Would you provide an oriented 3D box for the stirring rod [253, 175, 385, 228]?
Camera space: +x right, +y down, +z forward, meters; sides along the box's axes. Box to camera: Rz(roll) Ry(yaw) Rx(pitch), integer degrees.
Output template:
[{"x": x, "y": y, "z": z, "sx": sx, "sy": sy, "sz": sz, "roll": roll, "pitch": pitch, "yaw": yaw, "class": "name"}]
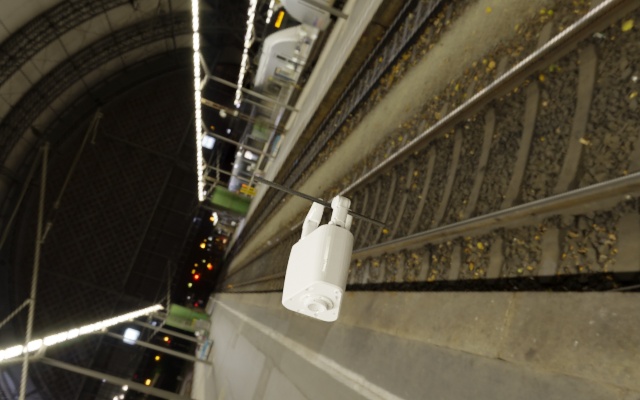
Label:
[{"x": 0.000, "y": 0.003, "z": 0.815, "sx": 0.239, "sy": 0.011, "sz": 0.011, "roll": 20, "pitch": -4, "yaw": -9, "class": "stirring rod"}]
